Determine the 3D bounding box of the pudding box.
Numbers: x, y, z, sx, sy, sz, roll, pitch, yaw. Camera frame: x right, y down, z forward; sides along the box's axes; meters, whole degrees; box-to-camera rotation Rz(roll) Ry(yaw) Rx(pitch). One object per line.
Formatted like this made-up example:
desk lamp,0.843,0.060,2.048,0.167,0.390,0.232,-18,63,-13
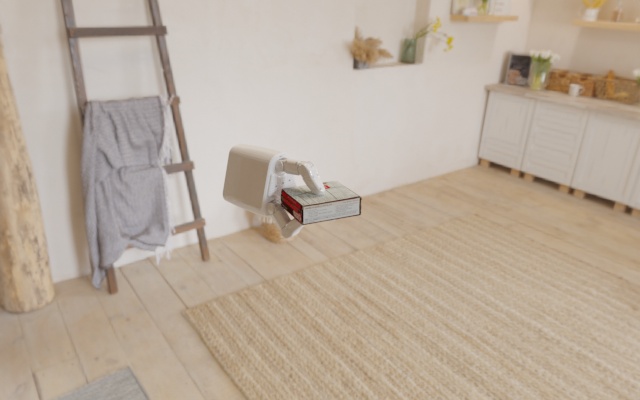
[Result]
pudding box,0.000,0.002,0.812,0.113,0.039,0.090,-11,25,-24
